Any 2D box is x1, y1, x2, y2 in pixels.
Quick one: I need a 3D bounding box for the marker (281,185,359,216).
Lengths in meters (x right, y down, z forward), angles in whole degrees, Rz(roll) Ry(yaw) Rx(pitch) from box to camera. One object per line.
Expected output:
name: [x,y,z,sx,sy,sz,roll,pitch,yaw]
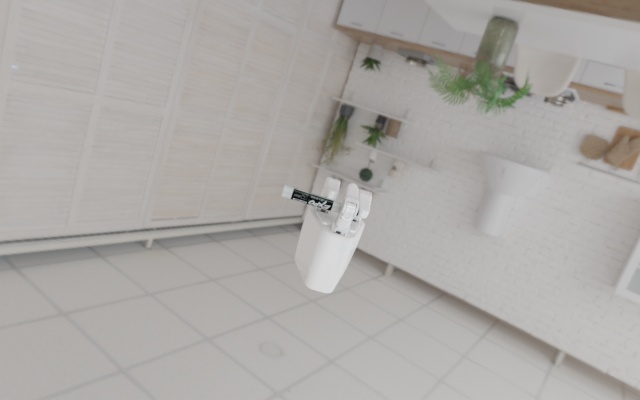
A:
marker: [0.000,0.002,0.731,0.121,0.020,0.020,17,-1,-5]
